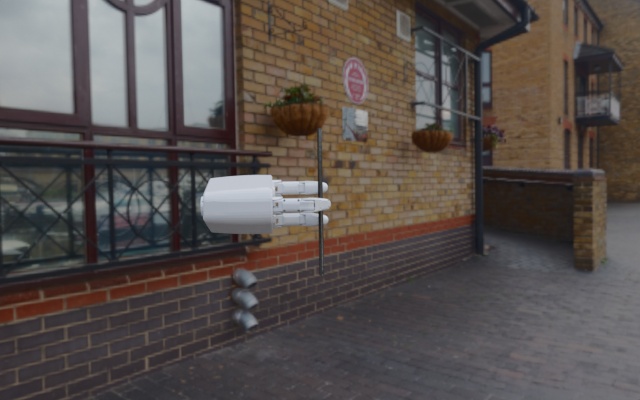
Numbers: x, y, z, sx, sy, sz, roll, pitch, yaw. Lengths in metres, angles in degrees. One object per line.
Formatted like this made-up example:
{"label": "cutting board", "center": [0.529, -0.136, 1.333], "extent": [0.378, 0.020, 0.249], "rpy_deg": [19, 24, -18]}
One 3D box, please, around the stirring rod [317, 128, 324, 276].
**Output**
{"label": "stirring rod", "center": [0.000, 0.003, 0.780], "extent": [0.011, 0.239, 0.011], "rpy_deg": [-1, 2, 0]}
